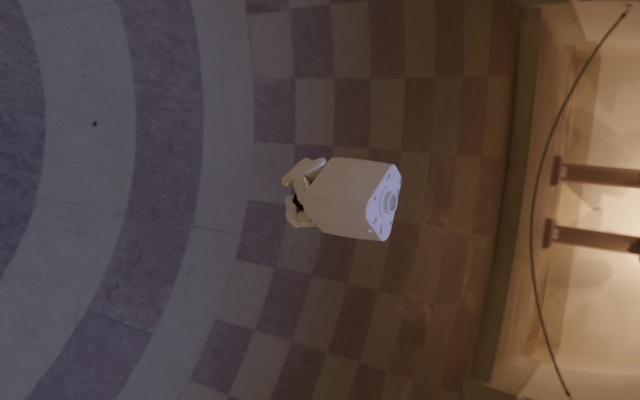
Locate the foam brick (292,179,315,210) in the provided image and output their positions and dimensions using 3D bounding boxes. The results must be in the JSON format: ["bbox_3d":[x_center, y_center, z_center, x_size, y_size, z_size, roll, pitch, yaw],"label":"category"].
[{"bbox_3d":[0.000,0.003,0.780,0.051,0.053,0.078,8,-27,33],"label":"foam brick"}]
